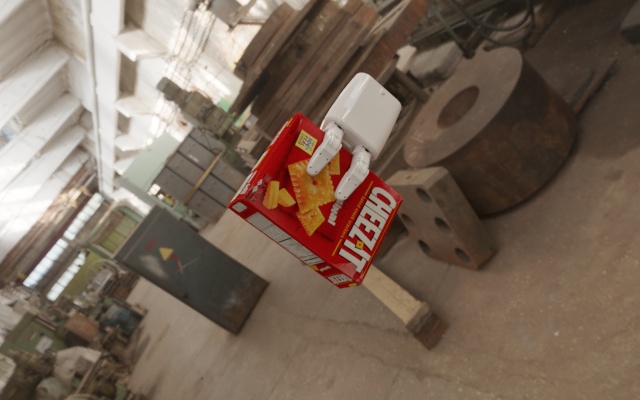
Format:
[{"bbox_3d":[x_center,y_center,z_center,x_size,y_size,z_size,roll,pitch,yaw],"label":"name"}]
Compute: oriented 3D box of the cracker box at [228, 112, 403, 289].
[{"bbox_3d":[0.000,0.002,0.703,0.214,0.164,0.072,38,-26,-15],"label":"cracker box"}]
